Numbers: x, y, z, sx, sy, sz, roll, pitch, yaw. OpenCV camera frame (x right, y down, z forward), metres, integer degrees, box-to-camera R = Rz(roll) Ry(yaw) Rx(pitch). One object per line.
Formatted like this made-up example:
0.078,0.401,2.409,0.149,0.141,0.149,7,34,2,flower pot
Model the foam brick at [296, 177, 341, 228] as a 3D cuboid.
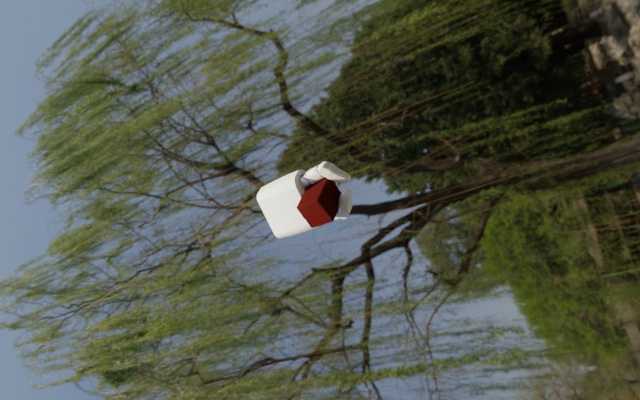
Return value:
0.000,0.003,0.877,0.051,0.053,0.078,-20,28,31,foam brick
